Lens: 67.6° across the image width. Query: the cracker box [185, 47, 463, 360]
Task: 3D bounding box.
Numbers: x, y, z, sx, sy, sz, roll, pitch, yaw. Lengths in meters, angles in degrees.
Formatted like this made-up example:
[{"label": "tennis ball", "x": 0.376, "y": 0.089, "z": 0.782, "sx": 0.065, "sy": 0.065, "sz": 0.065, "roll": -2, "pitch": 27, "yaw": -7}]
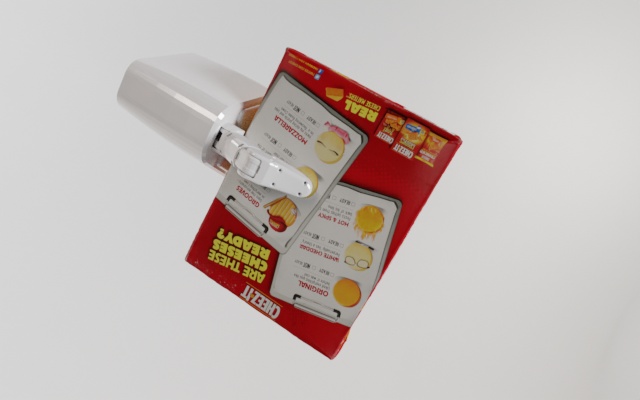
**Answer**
[{"label": "cracker box", "x": 0.000, "y": 0.001, "z": 0.426, "sx": 0.164, "sy": 0.214, "sz": 0.072, "roll": 31, "pitch": 14, "yaw": 13}]
